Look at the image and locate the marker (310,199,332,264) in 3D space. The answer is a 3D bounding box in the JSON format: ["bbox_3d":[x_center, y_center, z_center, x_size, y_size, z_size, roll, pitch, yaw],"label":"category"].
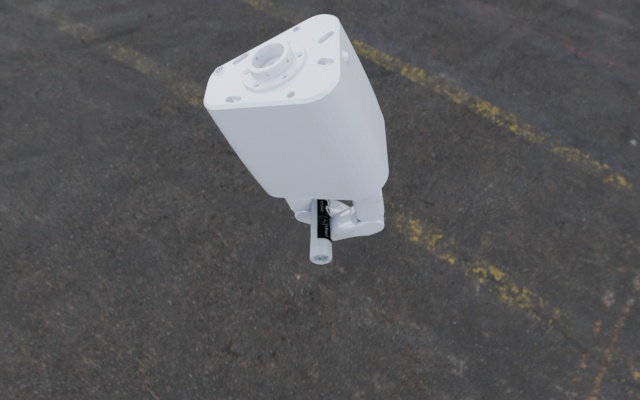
[{"bbox_3d":[0.000,0.001,0.440,0.020,0.121,0.020,0,-37,0],"label":"marker"}]
